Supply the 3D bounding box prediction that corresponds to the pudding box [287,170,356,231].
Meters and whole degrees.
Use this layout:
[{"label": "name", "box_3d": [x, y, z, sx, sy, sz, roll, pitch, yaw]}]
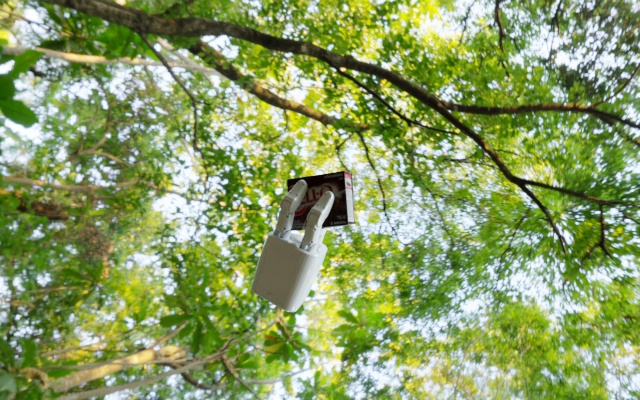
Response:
[{"label": "pudding box", "box_3d": [0.000, 0.003, 0.803, 0.113, 0.090, 0.039, -7, -7, 25]}]
